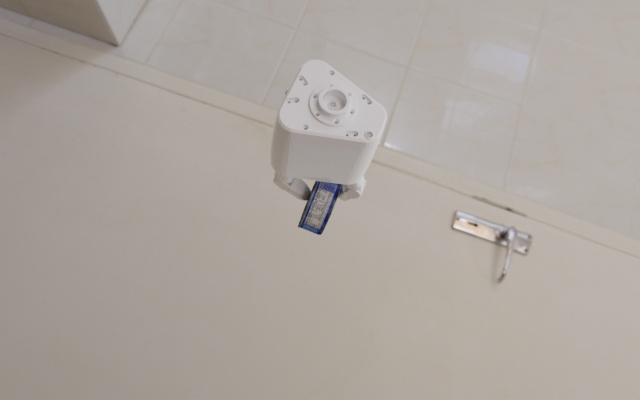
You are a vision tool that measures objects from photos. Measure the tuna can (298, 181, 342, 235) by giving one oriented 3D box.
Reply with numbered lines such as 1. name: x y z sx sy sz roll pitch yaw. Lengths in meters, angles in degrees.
1. tuna can: 0.001 0.002 0.643 0.034 0.086 0.086 22 -1 -3
